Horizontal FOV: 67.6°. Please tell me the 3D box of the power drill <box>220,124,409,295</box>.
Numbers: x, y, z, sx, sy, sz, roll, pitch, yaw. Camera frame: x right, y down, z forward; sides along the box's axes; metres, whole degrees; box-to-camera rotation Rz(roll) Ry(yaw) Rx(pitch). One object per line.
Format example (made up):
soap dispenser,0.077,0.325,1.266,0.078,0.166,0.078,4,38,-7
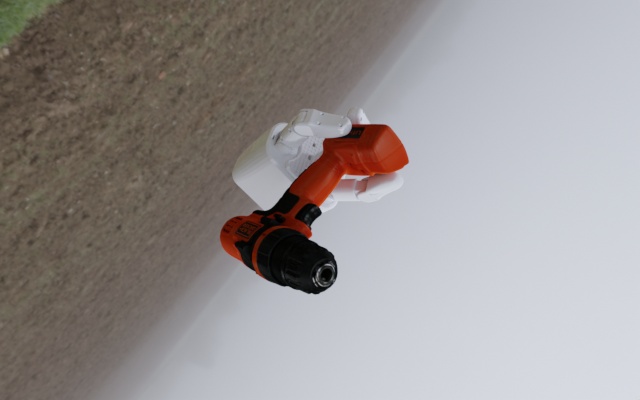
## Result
power drill,0.000,0.001,0.467,0.187,0.057,0.184,-44,29,-20
